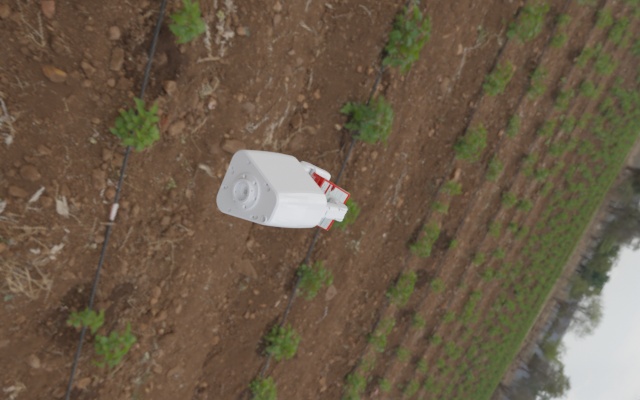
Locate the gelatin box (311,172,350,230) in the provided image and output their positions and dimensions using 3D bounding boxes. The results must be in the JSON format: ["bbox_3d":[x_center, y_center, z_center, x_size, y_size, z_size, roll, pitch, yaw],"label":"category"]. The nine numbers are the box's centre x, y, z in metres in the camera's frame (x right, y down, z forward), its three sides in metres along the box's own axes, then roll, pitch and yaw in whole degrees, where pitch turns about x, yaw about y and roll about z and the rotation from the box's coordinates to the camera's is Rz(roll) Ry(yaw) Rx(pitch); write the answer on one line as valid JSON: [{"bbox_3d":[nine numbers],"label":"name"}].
[{"bbox_3d":[0.001,0.003,0.774,0.030,0.073,0.089,34,3,35],"label":"gelatin box"}]
